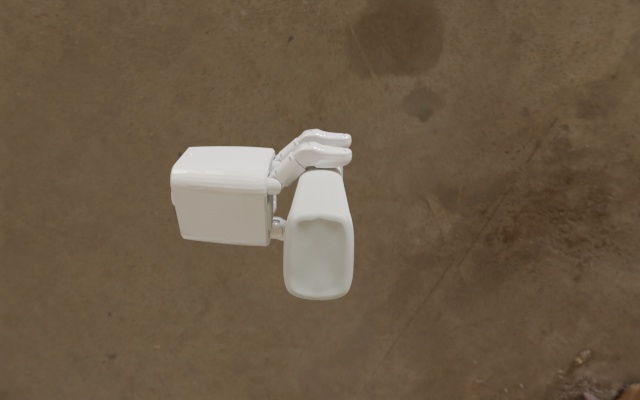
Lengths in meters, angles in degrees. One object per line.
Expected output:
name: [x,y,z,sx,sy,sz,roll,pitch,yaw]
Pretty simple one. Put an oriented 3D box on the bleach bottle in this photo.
bleach bottle: [0.000,0.002,0.561,0.068,0.103,0.250,2,24,0]
